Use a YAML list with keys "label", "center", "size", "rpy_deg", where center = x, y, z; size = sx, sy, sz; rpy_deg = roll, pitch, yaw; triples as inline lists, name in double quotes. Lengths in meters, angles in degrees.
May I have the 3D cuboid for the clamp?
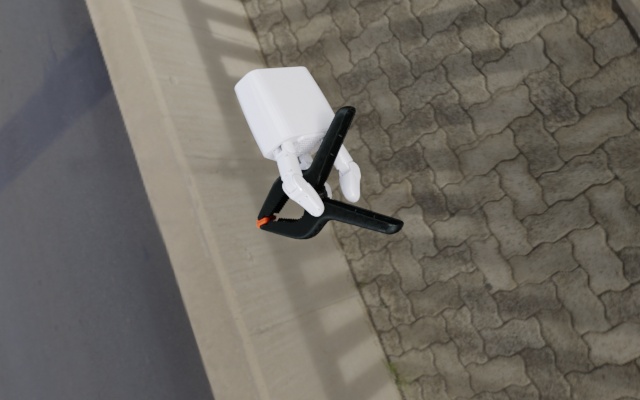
- label: "clamp"
  center: [-0.001, 0.002, 0.618]
  size: [0.210, 0.164, 0.036]
  rpy_deg: [-34, -13, 33]
